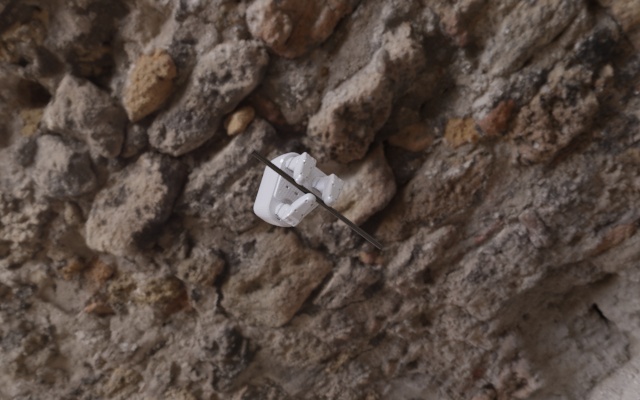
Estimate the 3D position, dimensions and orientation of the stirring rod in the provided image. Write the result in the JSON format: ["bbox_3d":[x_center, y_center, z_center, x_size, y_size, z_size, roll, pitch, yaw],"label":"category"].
[{"bbox_3d":[0.000,0.002,0.690,0.239,0.011,0.011,37,-13,-18],"label":"stirring rod"}]
